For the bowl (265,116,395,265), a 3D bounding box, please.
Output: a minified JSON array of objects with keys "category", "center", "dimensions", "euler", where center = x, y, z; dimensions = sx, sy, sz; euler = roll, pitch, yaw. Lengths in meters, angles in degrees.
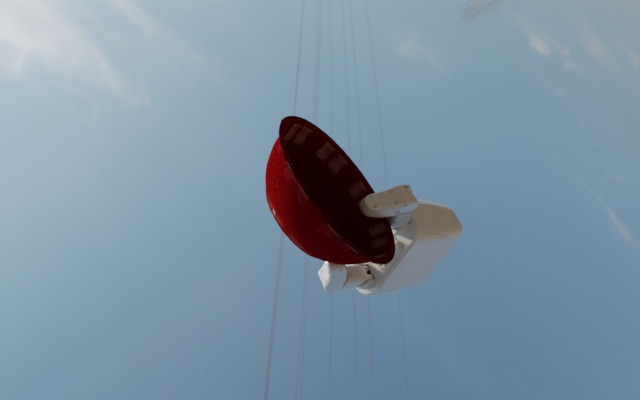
[{"category":"bowl","center":[-0.001,0.001,0.445],"dimensions":[0.055,0.162,0.162],"euler":[-36,-15,21]}]
